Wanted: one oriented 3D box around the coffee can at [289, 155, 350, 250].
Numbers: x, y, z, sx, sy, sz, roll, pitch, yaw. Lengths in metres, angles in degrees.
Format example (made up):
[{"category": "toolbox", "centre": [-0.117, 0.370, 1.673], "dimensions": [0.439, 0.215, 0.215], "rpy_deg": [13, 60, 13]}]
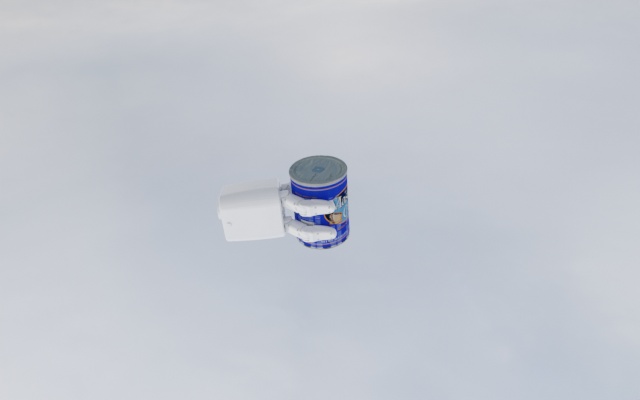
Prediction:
[{"category": "coffee can", "centre": [0.000, 0.003, 0.869], "dimensions": [0.103, 0.140, 0.102], "rpy_deg": [-3, 33, 2]}]
